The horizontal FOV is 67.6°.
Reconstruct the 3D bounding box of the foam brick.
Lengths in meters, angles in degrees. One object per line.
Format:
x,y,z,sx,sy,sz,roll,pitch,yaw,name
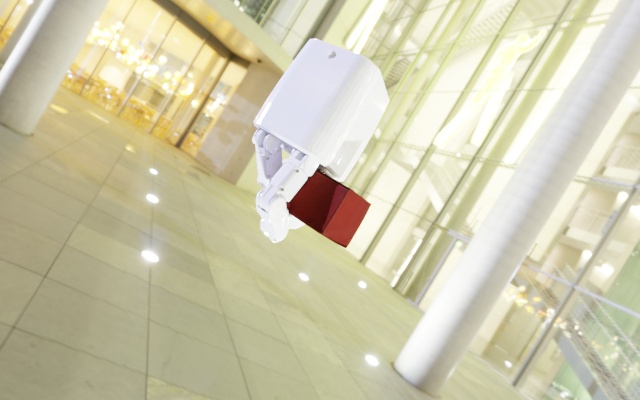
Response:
0.000,0.002,0.470,0.078,0.051,0.053,32,-1,34,foam brick
